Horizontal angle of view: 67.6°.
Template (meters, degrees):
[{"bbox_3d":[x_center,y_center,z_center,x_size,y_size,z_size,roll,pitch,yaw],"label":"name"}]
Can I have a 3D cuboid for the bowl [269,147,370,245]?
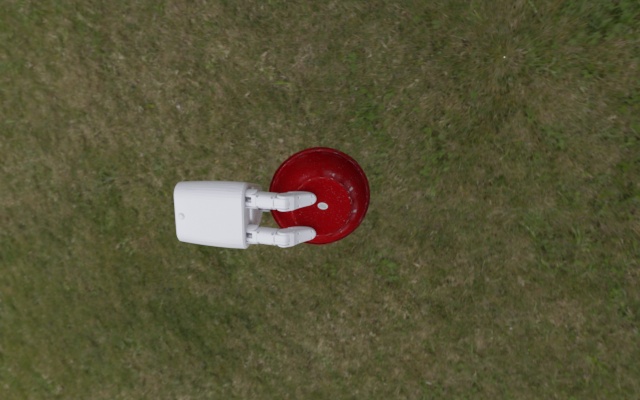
[{"bbox_3d":[0.001,0.002,0.730,0.162,0.162,0.055,0,17,-4],"label":"bowl"}]
